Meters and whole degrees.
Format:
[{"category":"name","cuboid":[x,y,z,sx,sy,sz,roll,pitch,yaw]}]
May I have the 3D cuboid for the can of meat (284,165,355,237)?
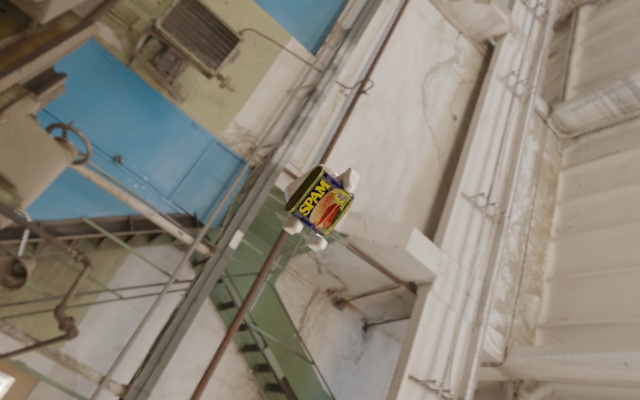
[{"category":"can of meat","cuboid":[0.000,0.003,0.854,0.084,0.102,0.057,38,1,-18]}]
